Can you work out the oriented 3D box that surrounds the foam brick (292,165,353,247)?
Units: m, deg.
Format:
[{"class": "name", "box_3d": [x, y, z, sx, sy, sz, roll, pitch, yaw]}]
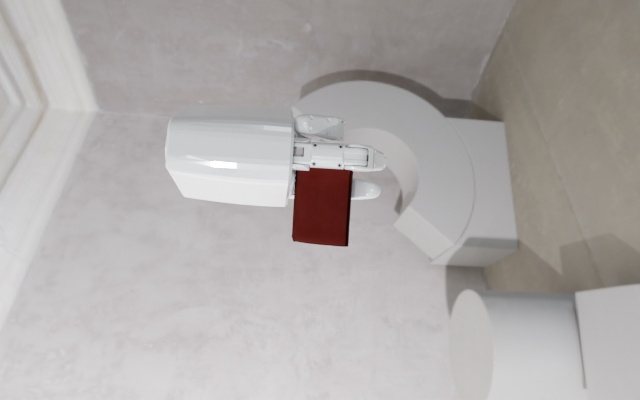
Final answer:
[{"class": "foam brick", "box_3d": [0.000, 0.002, 0.455, 0.051, 0.078, 0.053, 3, 1, -6]}]
